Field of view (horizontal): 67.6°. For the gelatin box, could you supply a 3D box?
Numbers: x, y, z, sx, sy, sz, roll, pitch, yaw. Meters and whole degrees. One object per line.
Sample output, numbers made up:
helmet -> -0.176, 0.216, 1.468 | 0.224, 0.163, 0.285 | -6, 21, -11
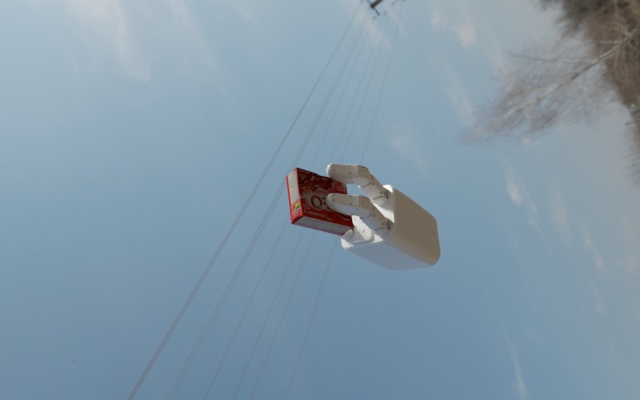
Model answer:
gelatin box -> 0.000, 0.002, 0.637 | 0.089, 0.073, 0.030 | 15, -37, -35
